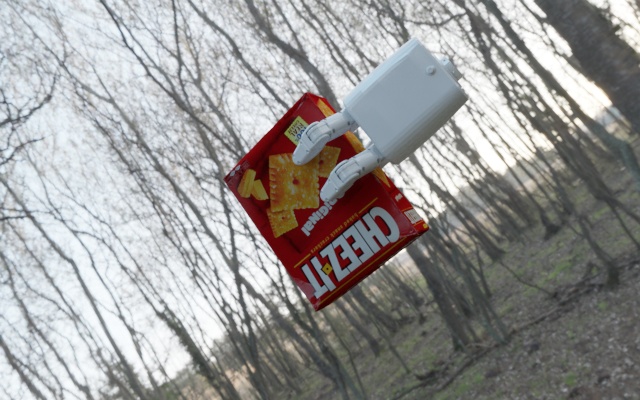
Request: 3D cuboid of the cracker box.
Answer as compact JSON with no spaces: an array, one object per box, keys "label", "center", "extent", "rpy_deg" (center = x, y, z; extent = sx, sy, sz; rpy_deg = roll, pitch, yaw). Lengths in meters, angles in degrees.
[{"label":"cracker box","center":[0.000,0.002,0.593],"extent":[0.164,0.213,0.072],"rpy_deg":[-41,-13,21]}]
